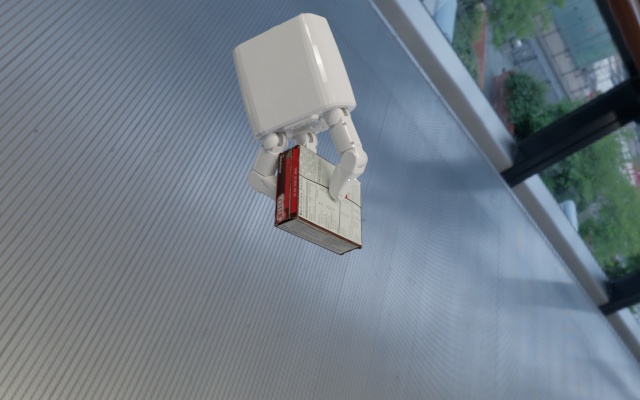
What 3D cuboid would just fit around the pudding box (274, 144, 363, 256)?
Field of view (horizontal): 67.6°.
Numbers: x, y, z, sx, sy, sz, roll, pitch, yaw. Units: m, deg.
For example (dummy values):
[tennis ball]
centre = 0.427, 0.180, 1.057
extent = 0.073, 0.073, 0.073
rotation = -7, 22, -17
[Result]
[pudding box]
centre = 0.000, 0.002, 0.534
extent = 0.039, 0.090, 0.113
rotation = -22, -35, 38
